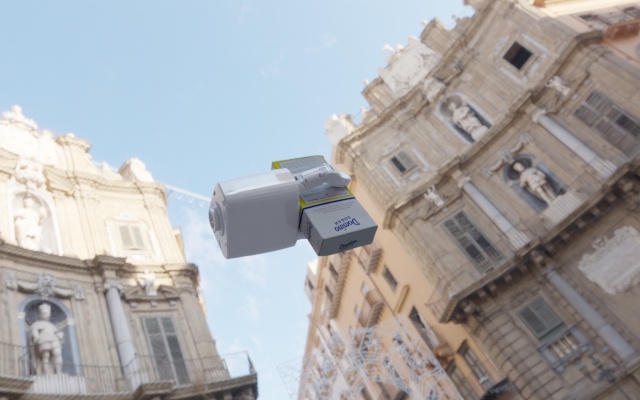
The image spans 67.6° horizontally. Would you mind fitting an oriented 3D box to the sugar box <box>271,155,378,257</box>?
[{"bbox_3d":[0.000,0.003,0.718,0.093,0.048,0.176,-11,48,-26],"label":"sugar box"}]
